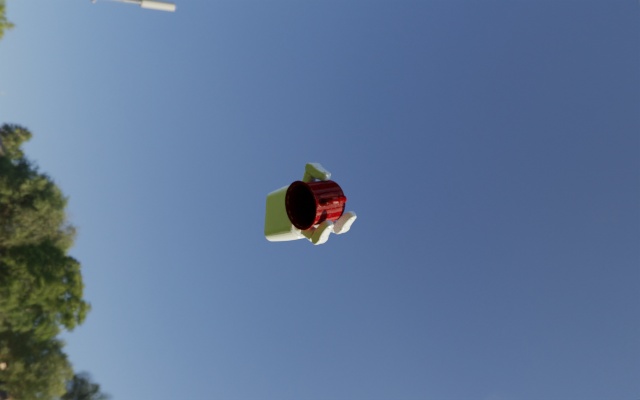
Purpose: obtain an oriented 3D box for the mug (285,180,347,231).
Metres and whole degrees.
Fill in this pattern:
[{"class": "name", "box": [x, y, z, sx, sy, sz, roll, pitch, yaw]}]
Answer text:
[{"class": "mug", "box": [0.001, 0.003, 0.893, 0.081, 0.093, 0.117, -10, -2, -41]}]
